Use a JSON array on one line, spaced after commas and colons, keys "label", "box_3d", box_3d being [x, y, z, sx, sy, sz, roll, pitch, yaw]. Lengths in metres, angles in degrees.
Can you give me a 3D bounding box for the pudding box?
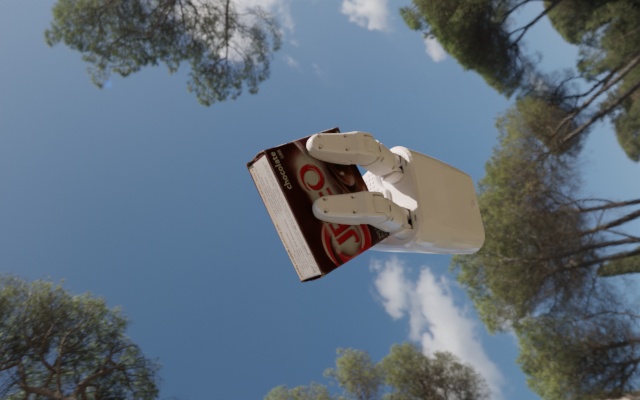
[{"label": "pudding box", "box_3d": [0.000, 0.001, 0.413, 0.090, 0.113, 0.039, -25, -4, -43]}]
